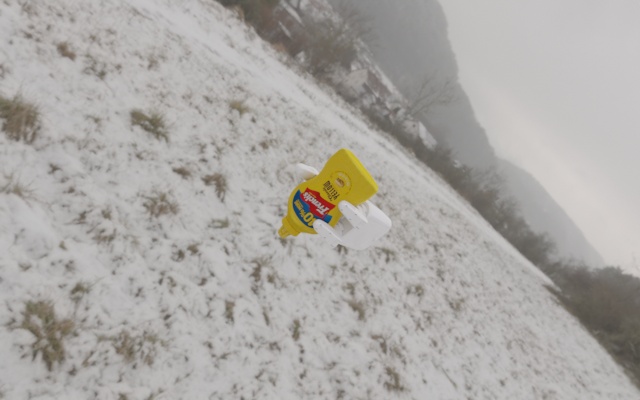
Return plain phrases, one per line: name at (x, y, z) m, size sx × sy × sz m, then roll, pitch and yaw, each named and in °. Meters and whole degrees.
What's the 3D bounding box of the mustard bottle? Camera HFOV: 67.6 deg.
mustard bottle at (0.000, 0.003, 0.835) m, size 0.192 × 0.096 × 0.058 m, roll -39°, pitch -9°, yaw 15°
